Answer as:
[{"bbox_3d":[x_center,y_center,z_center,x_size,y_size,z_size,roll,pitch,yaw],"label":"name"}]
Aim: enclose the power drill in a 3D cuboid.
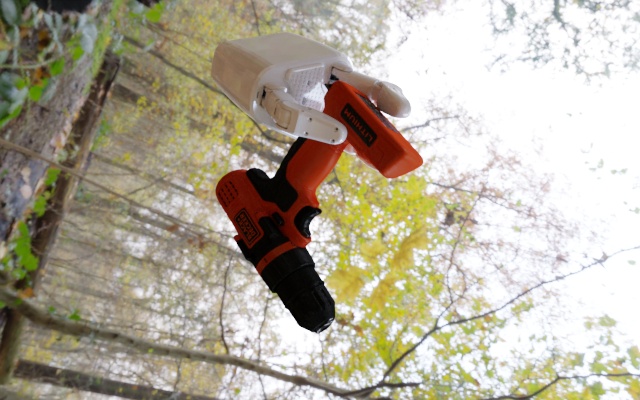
[{"bbox_3d":[0.000,0.001,0.439,0.188,0.184,0.057,-44,-22,19],"label":"power drill"}]
